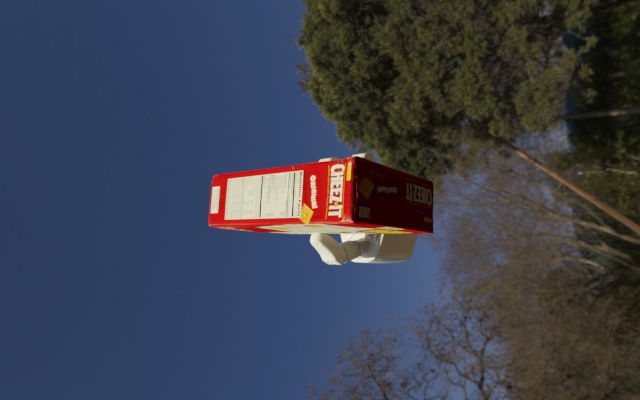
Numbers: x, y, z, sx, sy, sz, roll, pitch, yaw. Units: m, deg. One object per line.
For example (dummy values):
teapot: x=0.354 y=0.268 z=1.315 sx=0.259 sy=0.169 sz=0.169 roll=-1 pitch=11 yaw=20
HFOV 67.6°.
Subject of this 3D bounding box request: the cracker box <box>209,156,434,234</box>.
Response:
cracker box: x=0.000 y=0.002 z=0.563 sx=0.214 sy=0.072 sz=0.164 roll=-4 pitch=-9 yaw=39
